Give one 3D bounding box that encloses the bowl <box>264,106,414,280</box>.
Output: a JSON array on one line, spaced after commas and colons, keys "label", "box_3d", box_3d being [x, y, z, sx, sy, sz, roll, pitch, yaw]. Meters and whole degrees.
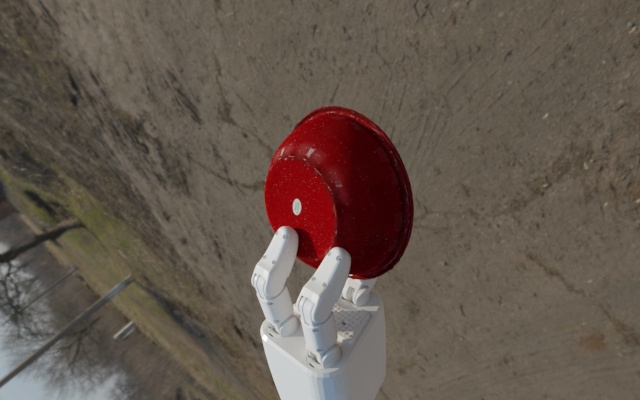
[{"label": "bowl", "box_3d": [0.000, 0.000, 0.419, 0.055, 0.162, 0.162, -18, 12, -41]}]
